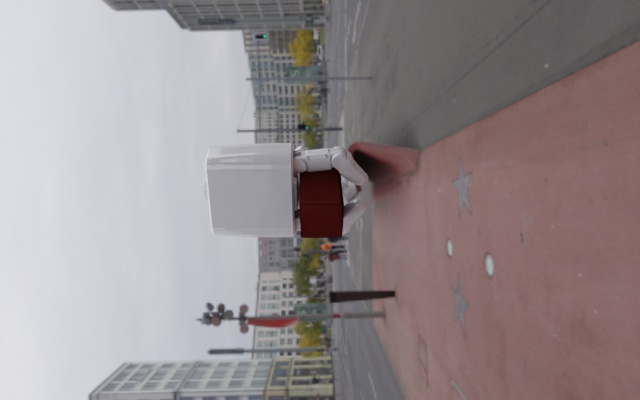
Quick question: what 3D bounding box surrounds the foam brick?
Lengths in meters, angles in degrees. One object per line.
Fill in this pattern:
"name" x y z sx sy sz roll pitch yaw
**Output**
"foam brick" 0.000 0.002 0.580 0.051 0.053 0.078 -1 37 -2
